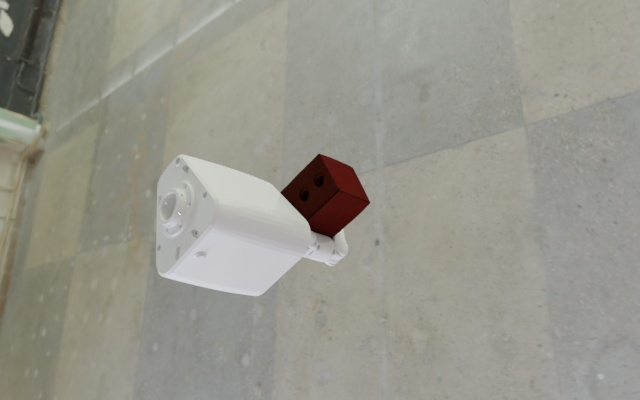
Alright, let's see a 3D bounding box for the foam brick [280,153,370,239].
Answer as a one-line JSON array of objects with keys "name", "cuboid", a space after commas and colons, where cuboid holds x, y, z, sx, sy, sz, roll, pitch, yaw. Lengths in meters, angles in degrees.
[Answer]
[{"name": "foam brick", "cuboid": [0.000, 0.001, 0.482, 0.051, 0.053, 0.078, 22, -57, -44]}]
